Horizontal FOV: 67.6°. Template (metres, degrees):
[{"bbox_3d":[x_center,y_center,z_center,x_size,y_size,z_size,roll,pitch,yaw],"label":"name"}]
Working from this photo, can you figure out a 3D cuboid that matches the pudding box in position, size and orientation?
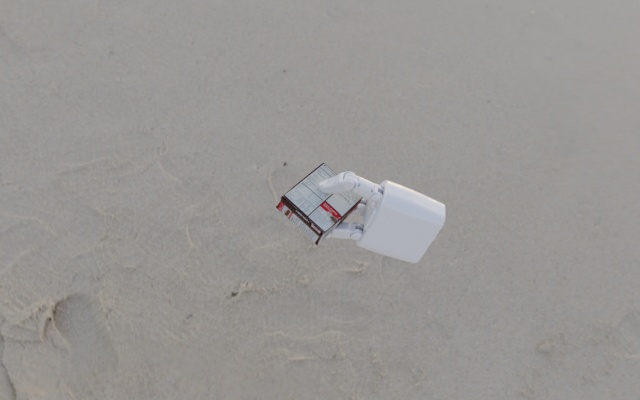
[{"bbox_3d":[0.000,0.002,0.755,0.113,0.090,0.039,-41,-12,-41],"label":"pudding box"}]
